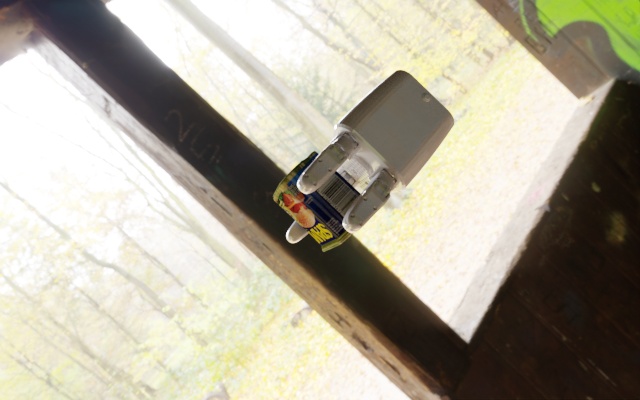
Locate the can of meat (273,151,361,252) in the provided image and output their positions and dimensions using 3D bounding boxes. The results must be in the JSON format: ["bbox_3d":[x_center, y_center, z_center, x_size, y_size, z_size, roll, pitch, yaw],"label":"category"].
[{"bbox_3d":[0.000,0.001,0.500,0.084,0.057,0.102,44,-17,-1],"label":"can of meat"}]
